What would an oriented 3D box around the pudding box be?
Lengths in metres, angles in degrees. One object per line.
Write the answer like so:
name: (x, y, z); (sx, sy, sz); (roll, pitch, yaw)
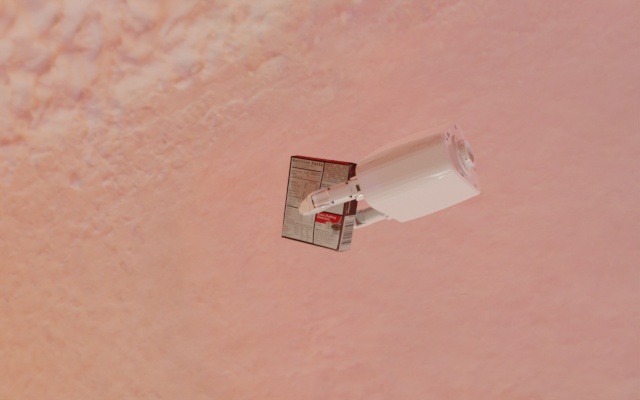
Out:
pudding box: (0.000, 0.002, 0.617); (0.090, 0.113, 0.039); (12, 6, 29)
